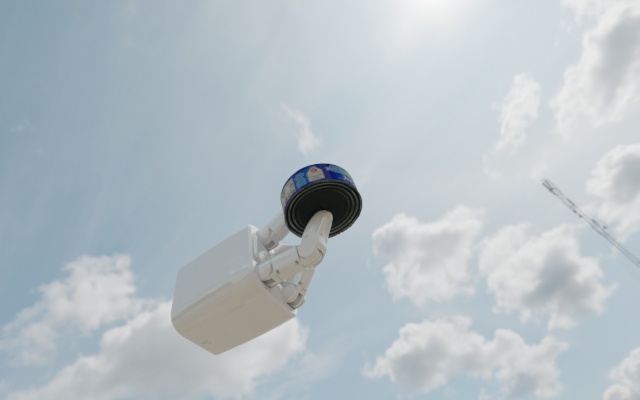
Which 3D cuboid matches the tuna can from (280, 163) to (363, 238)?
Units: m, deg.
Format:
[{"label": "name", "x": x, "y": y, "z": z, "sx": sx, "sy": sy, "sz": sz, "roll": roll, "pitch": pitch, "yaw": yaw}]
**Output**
[{"label": "tuna can", "x": 0.000, "y": 0.001, "z": 0.520, "sx": 0.086, "sy": 0.086, "sz": 0.033, "roll": 0, "pitch": 41, "yaw": -17}]
